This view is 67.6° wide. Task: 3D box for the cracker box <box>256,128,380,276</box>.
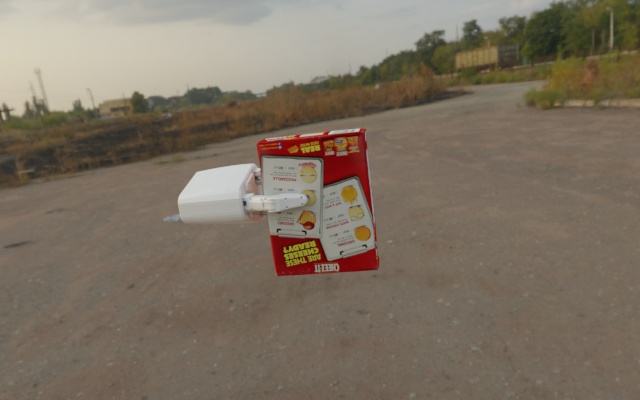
[{"bbox_3d":[0.000,0.002,0.744,0.164,0.214,0.072,-5,13,10],"label":"cracker box"}]
